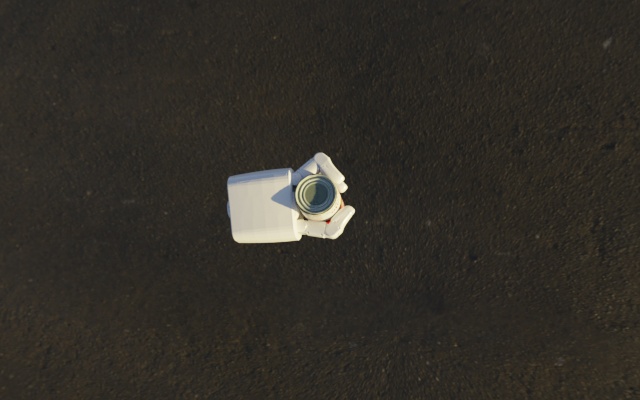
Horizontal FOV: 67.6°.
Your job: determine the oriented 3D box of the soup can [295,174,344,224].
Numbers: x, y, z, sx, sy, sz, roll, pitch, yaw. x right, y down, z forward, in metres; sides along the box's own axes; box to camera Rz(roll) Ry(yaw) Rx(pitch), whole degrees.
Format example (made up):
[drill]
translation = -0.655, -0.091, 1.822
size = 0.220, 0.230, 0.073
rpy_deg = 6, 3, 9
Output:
[soup can]
translation = 0.001, 0.003, 0.775
size = 0.068, 0.068, 0.102
rpy_deg = 0, -15, 9
